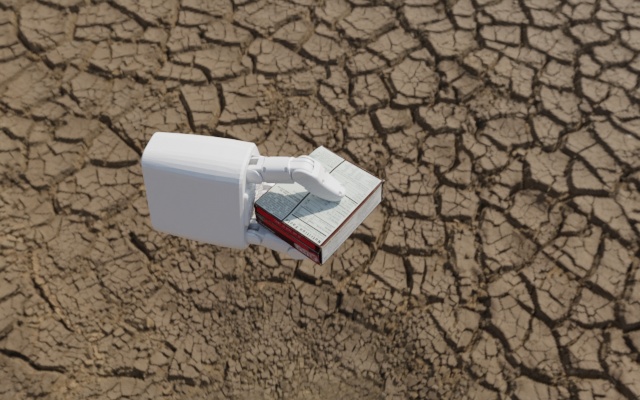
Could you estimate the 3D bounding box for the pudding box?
[{"bbox_3d":[0.000,0.002,0.503,0.090,0.113,0.039,33,-30,23],"label":"pudding box"}]
